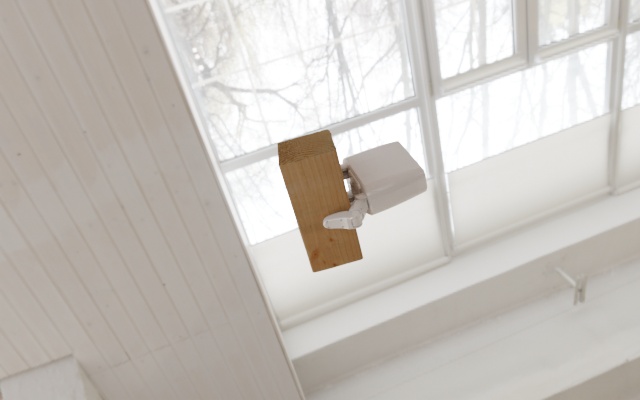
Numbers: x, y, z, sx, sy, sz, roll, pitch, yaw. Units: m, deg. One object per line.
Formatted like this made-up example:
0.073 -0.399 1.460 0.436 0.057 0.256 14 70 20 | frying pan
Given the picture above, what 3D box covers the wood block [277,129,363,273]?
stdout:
0.001 0.003 0.782 0.090 0.206 0.090 -15 29 1 | wood block
